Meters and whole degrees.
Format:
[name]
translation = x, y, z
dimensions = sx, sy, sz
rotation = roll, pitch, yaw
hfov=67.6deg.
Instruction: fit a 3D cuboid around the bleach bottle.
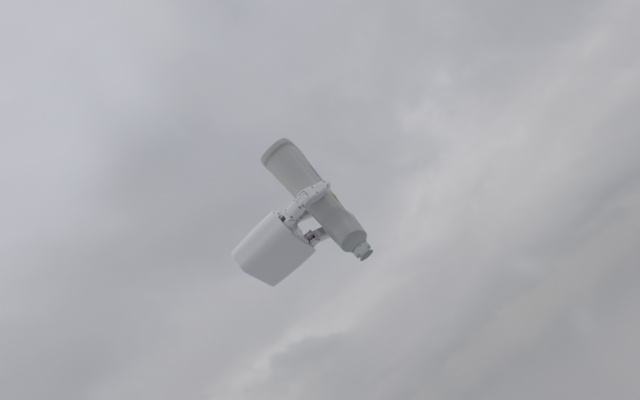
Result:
[bleach bottle]
translation = 0.000, 0.003, 0.837
dimensions = 0.068, 0.250, 0.102
rotation = -43, -25, 5
